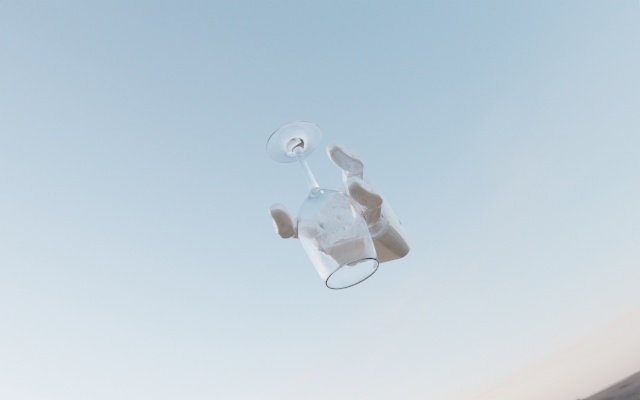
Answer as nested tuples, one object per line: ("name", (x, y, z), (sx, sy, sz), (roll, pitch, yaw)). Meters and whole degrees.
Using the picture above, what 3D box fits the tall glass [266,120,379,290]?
("tall glass", (0.000, 0.001, 0.558), (0.079, 0.201, 0.079), (-16, -34, -11))
